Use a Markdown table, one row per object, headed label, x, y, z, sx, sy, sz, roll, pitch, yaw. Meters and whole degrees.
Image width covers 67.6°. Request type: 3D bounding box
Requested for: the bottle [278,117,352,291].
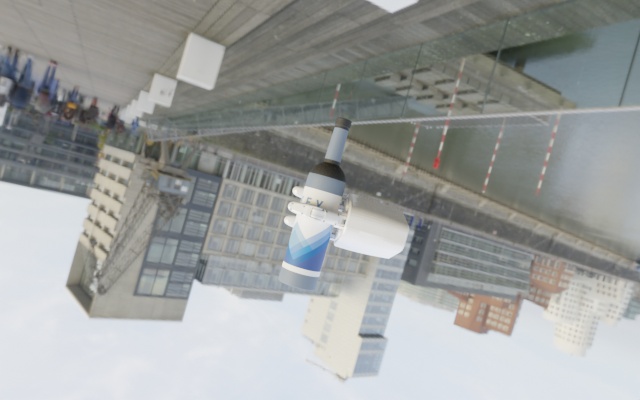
| label | x | y | z | sx | sy | sz | roll | pitch | yaw |
| --- | --- | --- | --- | --- | --- | --- | --- | --- | --- |
| bottle | 0.000 | 0.003 | 0.820 | 0.069 | 0.295 | 0.069 | 16 | 0 | 0 |
